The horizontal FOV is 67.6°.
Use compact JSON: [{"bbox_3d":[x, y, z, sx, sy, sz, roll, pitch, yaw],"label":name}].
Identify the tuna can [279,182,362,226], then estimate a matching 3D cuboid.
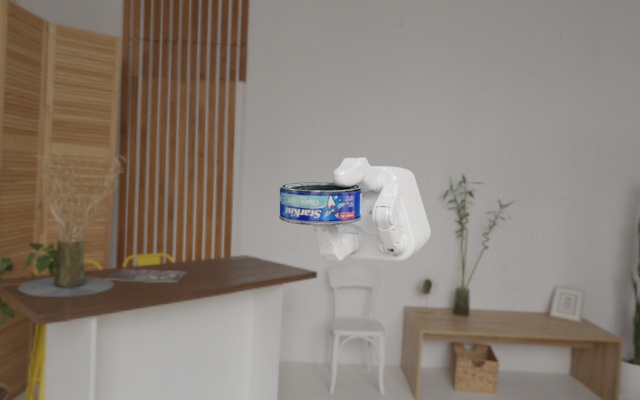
[{"bbox_3d":[0.000,0.001,0.494,0.086,0.034,0.086,1,8,0],"label":"tuna can"}]
